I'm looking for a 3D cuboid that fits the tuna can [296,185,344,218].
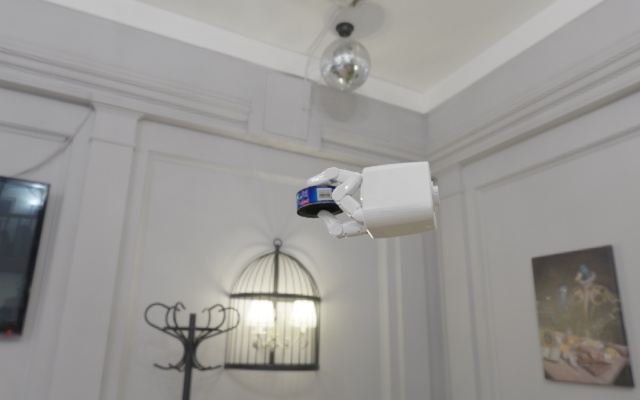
[{"bbox_3d":[0.000,0.002,0.827,0.086,0.033,0.086,-5,-18,-1],"label":"tuna can"}]
